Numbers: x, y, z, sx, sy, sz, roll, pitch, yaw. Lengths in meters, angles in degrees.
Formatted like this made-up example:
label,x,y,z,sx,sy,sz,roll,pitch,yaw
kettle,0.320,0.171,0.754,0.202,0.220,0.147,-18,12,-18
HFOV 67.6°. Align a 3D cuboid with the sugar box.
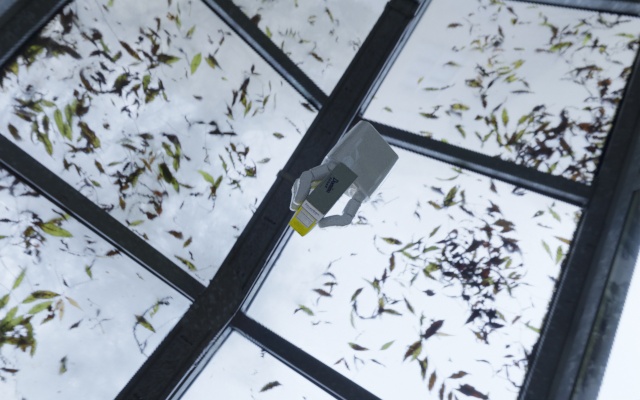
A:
label,x,y,z,sx,sy,sz,roll,pitch,yaw
sugar box,0.000,0.002,0.838,0.048,0.093,0.176,41,-21,3
